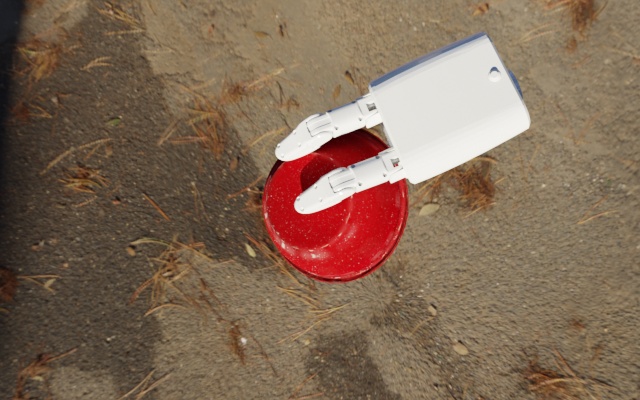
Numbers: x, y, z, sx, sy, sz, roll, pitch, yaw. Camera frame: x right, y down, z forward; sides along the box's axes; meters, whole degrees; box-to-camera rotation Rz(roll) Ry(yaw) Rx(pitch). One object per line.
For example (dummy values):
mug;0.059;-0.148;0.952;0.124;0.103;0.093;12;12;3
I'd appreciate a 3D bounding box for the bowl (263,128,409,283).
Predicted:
bowl;-0.001;0.002;0.464;0.162;0.162;0.055;0;-2;28
